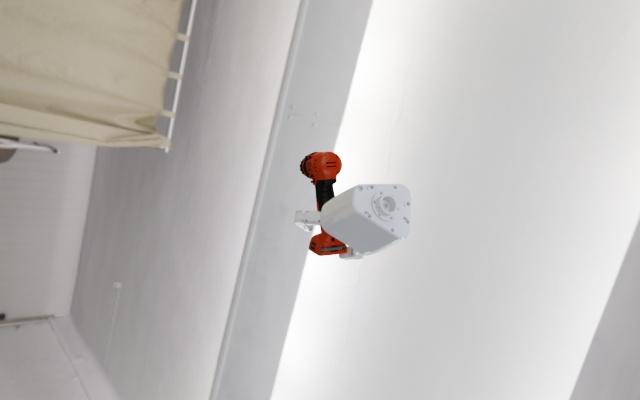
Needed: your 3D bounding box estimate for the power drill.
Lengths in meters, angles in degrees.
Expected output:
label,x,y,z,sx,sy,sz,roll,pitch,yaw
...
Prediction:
label,x,y,z,sx,sy,sz,roll,pitch,yaw
power drill,0.000,0.003,0.888,0.057,0.187,0.184,-7,4,-12
